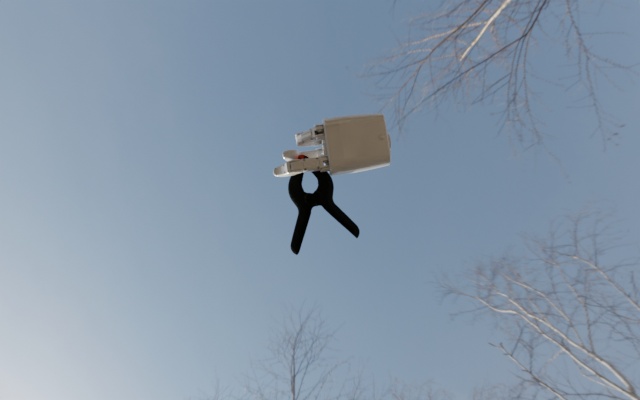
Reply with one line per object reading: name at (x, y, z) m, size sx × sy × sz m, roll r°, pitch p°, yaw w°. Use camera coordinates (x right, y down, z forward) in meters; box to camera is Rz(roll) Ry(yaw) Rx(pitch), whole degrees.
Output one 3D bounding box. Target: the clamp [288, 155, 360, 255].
clamp at (0.000, 0.003, 0.826) m, size 0.120 × 0.171 × 0.039 m, roll -7°, pitch -5°, yaw -2°
